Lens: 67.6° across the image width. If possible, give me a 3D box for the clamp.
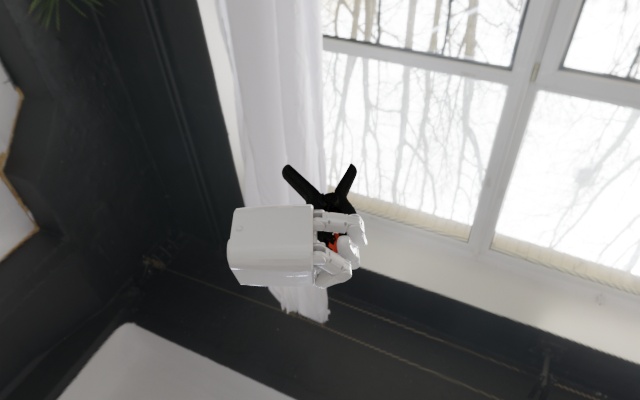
[{"bbox_3d":[0.000,0.003,0.714,0.120,0.039,0.171,0,45,-1],"label":"clamp"}]
